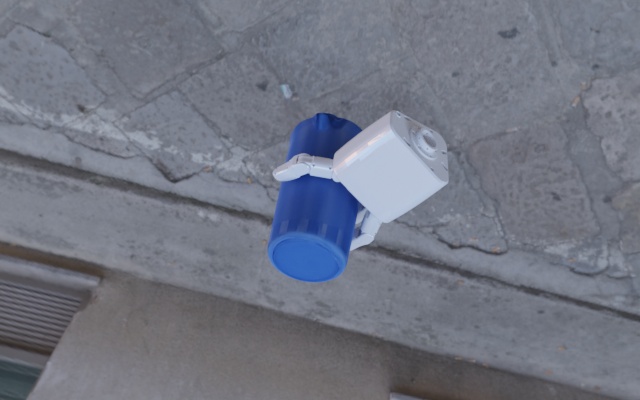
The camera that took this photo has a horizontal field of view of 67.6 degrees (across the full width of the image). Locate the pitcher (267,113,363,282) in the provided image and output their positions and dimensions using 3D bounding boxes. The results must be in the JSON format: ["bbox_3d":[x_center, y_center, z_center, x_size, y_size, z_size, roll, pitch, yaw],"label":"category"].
[{"bbox_3d":[0.000,0.002,0.715,0.149,0.242,0.145,35,-47,-23],"label":"pitcher"}]
